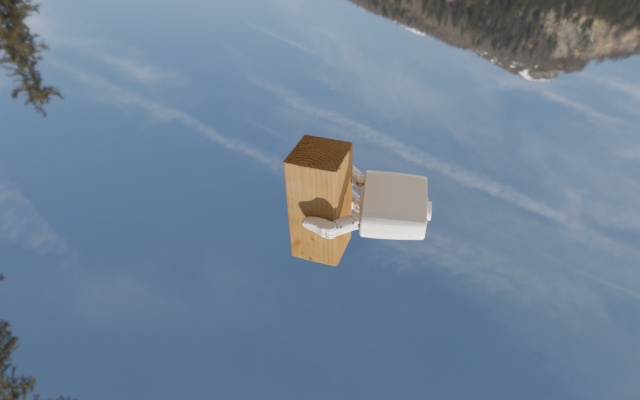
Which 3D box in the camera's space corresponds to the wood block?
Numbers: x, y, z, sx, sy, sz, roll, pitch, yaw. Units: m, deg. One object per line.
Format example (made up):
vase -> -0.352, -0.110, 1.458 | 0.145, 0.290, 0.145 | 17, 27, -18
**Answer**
wood block -> 0.000, 0.003, 0.823 | 0.090, 0.206, 0.090 | 12, 40, 17
